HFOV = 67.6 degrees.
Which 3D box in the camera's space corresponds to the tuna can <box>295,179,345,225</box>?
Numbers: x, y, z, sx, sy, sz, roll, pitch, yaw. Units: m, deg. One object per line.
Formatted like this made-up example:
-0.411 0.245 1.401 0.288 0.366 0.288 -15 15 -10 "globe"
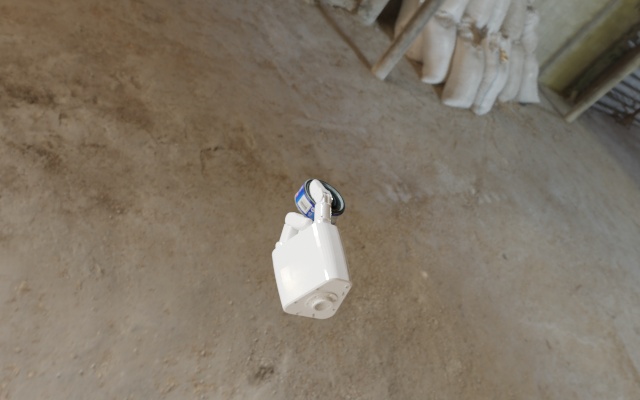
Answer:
0.000 0.002 0.829 0.086 0.086 0.034 0 -43 -44 "tuna can"
